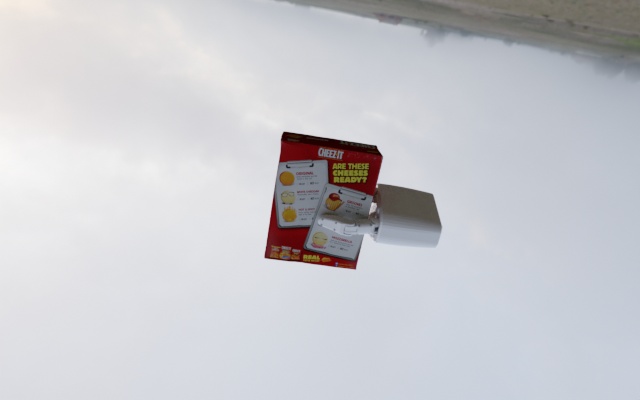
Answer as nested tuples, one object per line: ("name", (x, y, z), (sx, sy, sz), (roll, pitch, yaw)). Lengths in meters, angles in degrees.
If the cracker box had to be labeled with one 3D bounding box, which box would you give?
("cracker box", (0.000, 0.003, 0.808), (0.164, 0.214, 0.072), (8, 23, -7))
